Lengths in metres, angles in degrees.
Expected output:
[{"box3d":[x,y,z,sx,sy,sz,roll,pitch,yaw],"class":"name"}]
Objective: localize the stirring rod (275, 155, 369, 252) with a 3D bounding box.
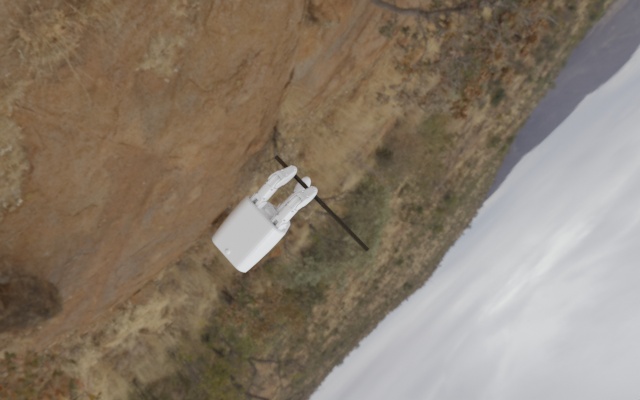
[{"box3d":[0.000,0.003,0.858,0.239,0.011,0.011,46,12,12],"class":"stirring rod"}]
